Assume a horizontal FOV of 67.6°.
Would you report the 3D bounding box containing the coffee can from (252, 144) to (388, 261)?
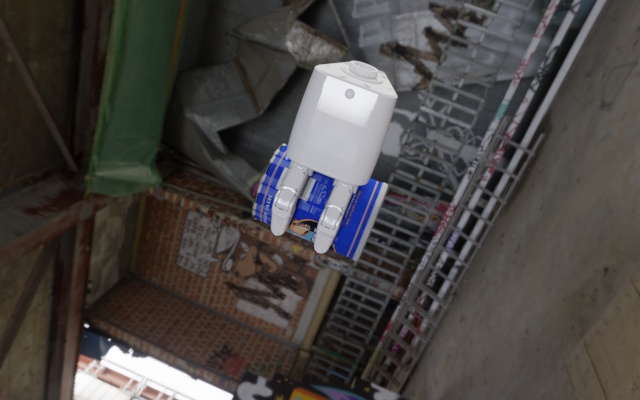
[{"bbox_3d":[0.000,0.002,0.595,0.140,0.103,0.103,22,2,5],"label":"coffee can"}]
